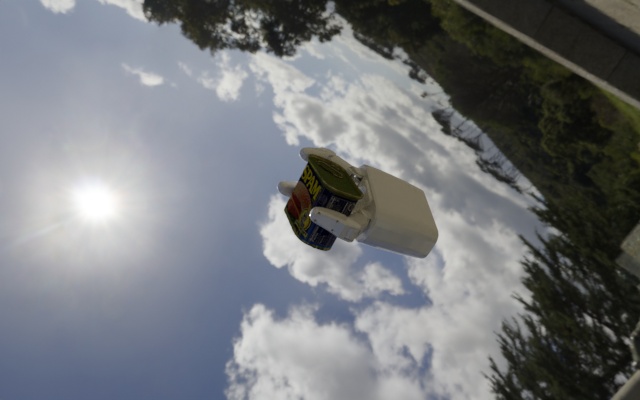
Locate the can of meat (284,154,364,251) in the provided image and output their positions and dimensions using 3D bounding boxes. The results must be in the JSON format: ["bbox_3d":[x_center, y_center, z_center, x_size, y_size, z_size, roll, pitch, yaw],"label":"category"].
[{"bbox_3d":[0.000,0.002,0.607,0.057,0.084,0.102,18,22,-26],"label":"can of meat"}]
